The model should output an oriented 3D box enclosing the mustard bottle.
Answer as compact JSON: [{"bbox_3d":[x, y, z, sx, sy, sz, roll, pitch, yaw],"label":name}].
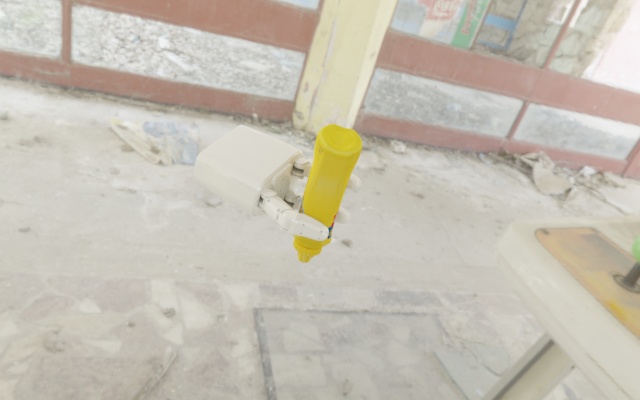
[{"bbox_3d":[0.000,0.002,0.630,0.058,0.192,0.096,16,28,-3],"label":"mustard bottle"}]
